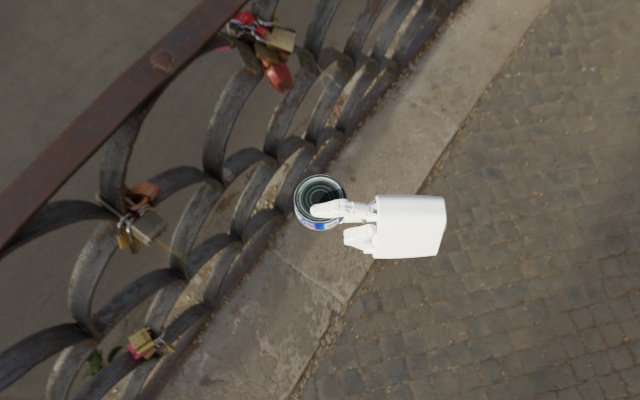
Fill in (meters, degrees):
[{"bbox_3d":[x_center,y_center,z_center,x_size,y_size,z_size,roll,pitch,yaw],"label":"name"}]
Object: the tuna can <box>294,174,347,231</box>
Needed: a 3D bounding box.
[{"bbox_3d":[0.000,0.002,0.760,0.086,0.086,0.034,0,-22,3],"label":"tuna can"}]
